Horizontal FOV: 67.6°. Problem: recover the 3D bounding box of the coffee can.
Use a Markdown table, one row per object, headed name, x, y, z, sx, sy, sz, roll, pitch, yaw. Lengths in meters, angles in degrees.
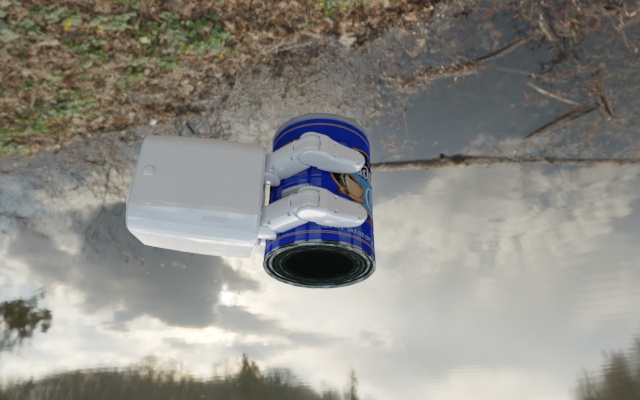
| name | x | y | z | sx | sy | sz | roll | pitch | yaw |
| --- | --- | --- | --- | --- | --- | --- | --- | --- | --- |
| coffee can | 0.000 | 0.001 | 0.465 | 0.103 | 0.140 | 0.103 | 1 | -31 | 0 |
